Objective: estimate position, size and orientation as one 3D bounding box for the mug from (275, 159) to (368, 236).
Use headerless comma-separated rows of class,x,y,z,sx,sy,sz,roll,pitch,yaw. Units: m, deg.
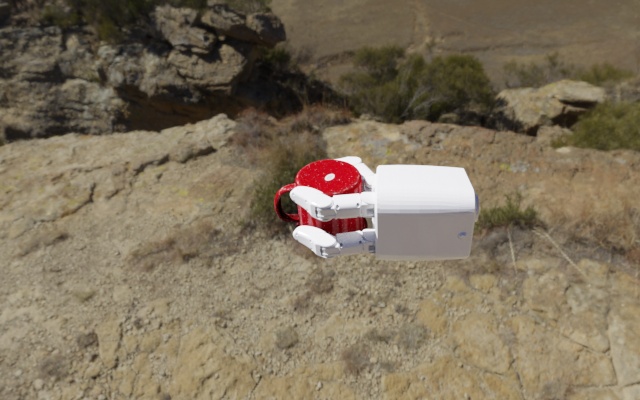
mug,-0.001,0.002,0.601,0.117,0.082,0.093,0,36,7
